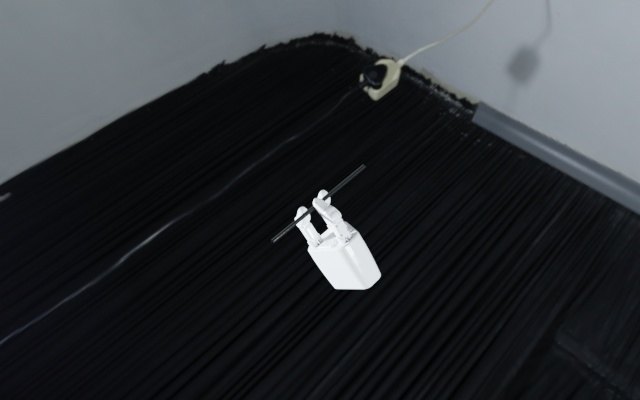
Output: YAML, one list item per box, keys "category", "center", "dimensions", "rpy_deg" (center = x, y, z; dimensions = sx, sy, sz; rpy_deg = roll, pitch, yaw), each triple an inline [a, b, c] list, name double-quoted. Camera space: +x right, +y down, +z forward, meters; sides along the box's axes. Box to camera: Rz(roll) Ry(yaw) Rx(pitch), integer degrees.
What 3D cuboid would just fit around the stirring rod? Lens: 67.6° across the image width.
- category: "stirring rod"
  center: [0.000, 0.003, 0.898]
  dimensions: [0.239, 0.011, 0.011]
  rpy_deg: [-39, 17, -22]
